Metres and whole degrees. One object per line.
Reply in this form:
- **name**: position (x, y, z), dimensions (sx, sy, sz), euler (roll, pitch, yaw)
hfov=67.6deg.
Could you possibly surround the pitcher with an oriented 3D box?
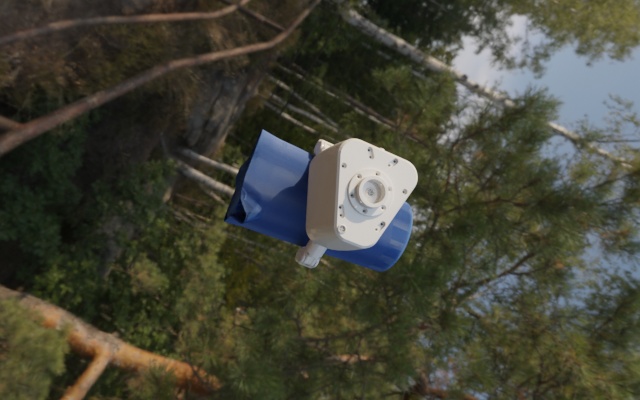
- **pitcher**: position (0.000, 0.002, 0.669), dimensions (0.243, 0.149, 0.145), euler (23, -11, -12)
